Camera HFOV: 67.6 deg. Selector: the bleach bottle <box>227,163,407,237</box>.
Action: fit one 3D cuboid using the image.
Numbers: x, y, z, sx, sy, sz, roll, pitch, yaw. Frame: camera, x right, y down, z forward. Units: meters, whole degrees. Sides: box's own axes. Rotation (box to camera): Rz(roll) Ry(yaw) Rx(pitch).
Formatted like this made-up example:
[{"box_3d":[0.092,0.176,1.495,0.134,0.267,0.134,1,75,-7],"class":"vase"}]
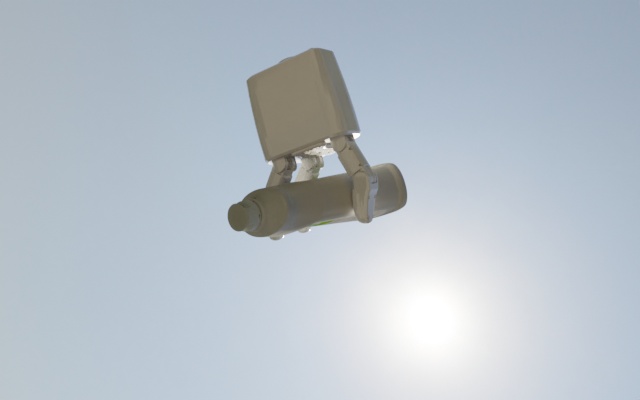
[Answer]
[{"box_3d":[0.000,0.002,0.559,0.102,0.068,0.251,-20,-6,37],"class":"bleach bottle"}]
